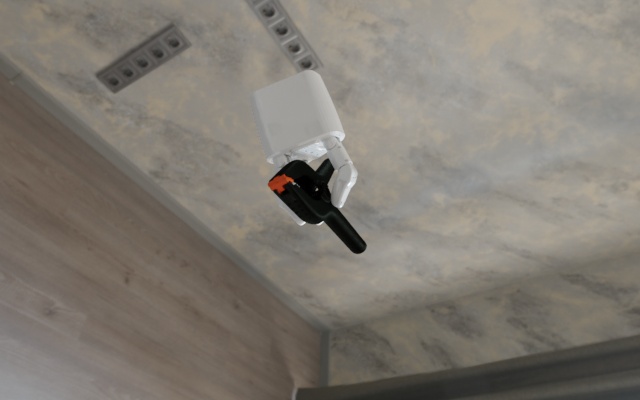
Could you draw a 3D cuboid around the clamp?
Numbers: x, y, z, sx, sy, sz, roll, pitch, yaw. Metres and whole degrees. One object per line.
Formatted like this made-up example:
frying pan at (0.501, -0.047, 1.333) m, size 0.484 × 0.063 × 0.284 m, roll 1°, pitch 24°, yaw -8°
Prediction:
clamp at (0.000, 0.002, 0.680) m, size 0.036 × 0.164 × 0.210 m, roll -28°, pitch -14°, yaw 22°
